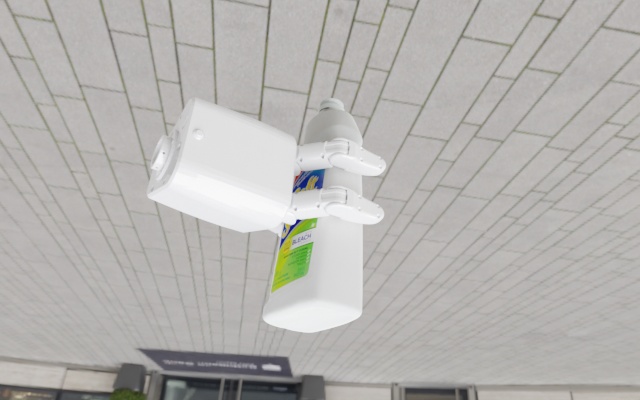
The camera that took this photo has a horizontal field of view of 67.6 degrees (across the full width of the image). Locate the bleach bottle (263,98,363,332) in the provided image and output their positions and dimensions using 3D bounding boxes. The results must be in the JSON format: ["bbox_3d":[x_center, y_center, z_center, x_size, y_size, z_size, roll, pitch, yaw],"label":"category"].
[{"bbox_3d":[0.000,0.002,0.502,0.068,0.250,0.102,23,-34,-29],"label":"bleach bottle"}]
